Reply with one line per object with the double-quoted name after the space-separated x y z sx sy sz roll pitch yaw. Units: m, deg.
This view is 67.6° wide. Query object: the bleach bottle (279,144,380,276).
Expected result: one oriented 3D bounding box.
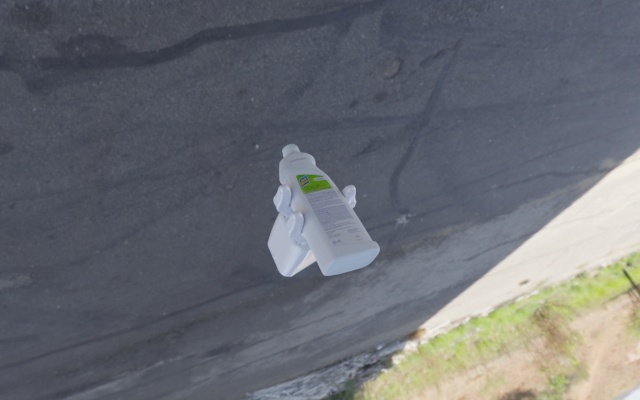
0.000 0.003 0.825 0.102 0.250 0.068 -9 -32 -30 "bleach bottle"
